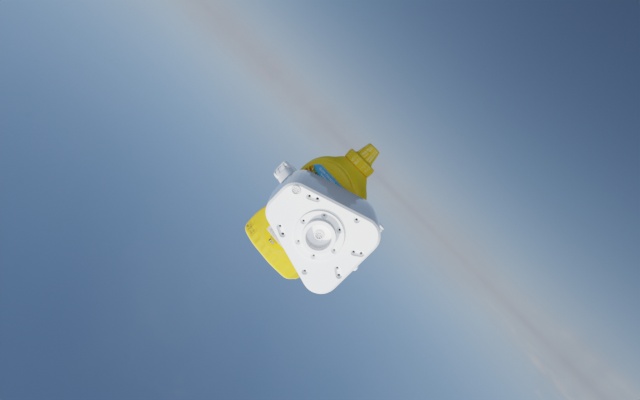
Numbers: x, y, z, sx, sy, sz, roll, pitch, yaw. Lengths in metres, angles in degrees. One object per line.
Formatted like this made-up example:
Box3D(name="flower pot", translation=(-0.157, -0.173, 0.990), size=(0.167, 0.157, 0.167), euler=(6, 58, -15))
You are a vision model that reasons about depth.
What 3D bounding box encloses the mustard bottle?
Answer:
Box3D(name="mustard bottle", translation=(0.000, 0.002, 0.601), size=(0.096, 0.191, 0.058), euler=(47, 8, 21))
